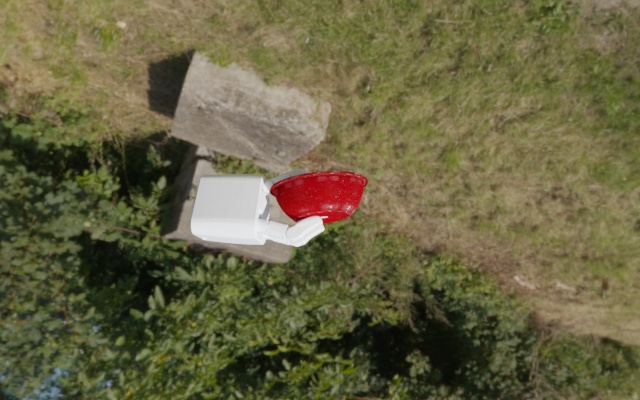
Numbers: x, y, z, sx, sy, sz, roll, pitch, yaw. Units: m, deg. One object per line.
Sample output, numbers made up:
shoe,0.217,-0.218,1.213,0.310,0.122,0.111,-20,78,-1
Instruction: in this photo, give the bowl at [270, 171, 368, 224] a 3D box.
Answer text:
bowl,0.001,0.003,0.772,0.162,0.055,0.162,-6,-14,-1
